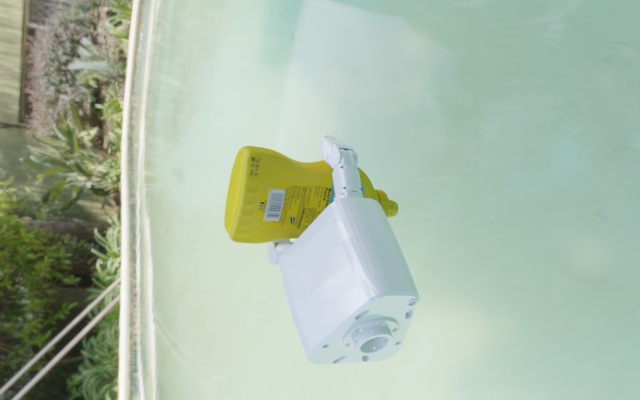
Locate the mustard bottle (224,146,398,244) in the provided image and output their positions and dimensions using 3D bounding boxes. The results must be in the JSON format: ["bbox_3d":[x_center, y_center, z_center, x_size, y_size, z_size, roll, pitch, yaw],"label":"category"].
[{"bbox_3d":[0.000,0.001,0.510,0.191,0.096,0.058,6,17,-25],"label":"mustard bottle"}]
